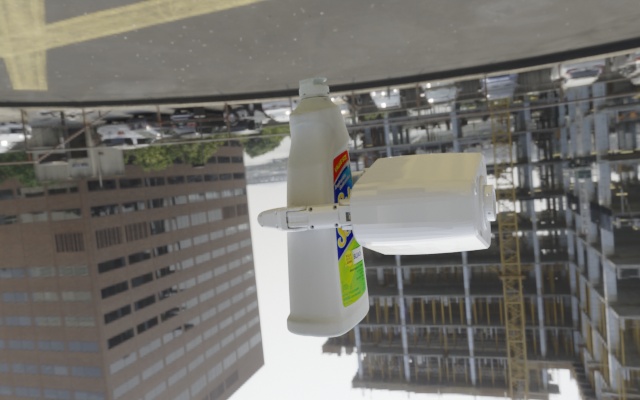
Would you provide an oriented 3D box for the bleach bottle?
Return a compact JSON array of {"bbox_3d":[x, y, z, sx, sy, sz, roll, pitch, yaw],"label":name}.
[{"bbox_3d":[0.000,0.002,0.490,0.068,0.251,0.102,-4,4,26],"label":"bleach bottle"}]
